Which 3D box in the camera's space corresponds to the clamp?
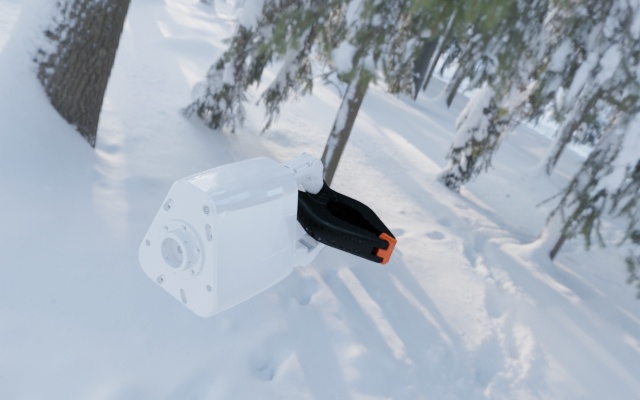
[{"bbox_3d":[0.001,0.001,0.547,0.210,0.036,0.164,29,28,23],"label":"clamp"}]
